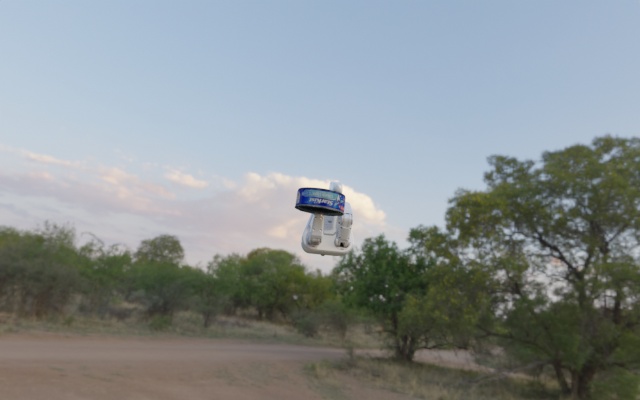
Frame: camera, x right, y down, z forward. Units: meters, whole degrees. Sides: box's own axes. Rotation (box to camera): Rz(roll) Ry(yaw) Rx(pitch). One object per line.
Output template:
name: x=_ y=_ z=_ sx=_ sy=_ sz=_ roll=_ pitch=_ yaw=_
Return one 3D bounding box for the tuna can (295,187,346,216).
tuna can: x=0.000 y=0.002 z=0.822 sx=0.086 sy=0.033 sz=0.086 roll=8 pitch=-10 yaw=1
